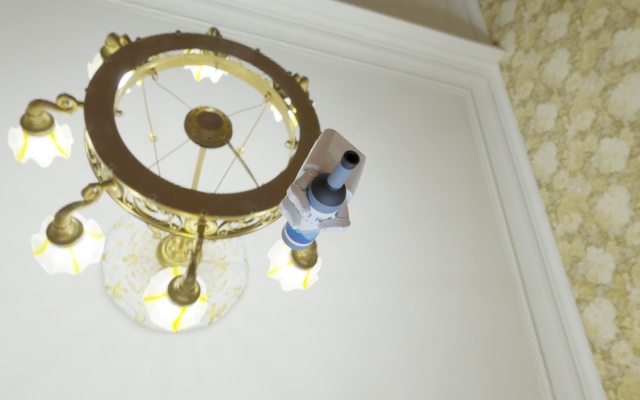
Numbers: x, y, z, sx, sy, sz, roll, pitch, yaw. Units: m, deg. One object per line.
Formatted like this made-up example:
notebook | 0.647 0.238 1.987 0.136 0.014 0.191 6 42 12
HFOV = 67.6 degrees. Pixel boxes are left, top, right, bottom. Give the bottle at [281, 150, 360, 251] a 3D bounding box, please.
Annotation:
bottle | 0.000 0.003 0.858 0.069 0.069 0.296 0 -28 -22
